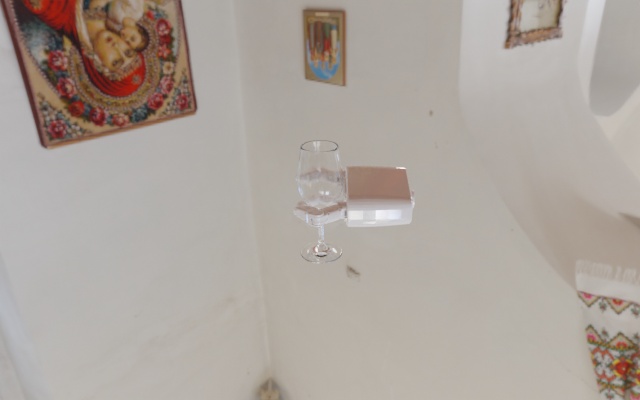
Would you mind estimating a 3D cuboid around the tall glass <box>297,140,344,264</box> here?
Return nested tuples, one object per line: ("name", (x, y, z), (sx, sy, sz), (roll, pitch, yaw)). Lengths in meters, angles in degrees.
("tall glass", (0.000, 0.003, 0.810), (0.079, 0.201, 0.079), (-1, 25, 1))
